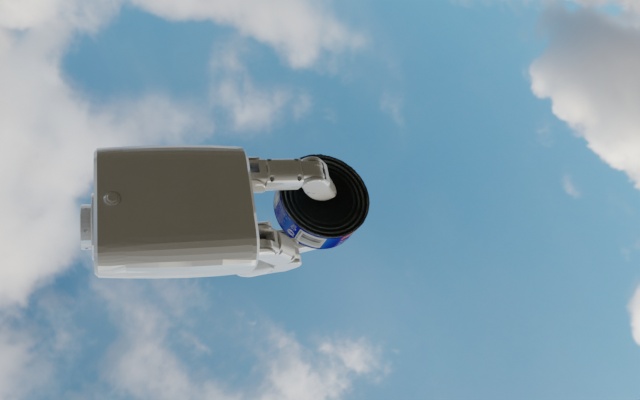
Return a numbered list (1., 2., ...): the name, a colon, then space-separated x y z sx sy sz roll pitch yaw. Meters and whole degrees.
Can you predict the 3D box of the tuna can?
1. tuna can: 0.000 0.002 0.447 0.086 0.086 0.034 0 -27 -20
